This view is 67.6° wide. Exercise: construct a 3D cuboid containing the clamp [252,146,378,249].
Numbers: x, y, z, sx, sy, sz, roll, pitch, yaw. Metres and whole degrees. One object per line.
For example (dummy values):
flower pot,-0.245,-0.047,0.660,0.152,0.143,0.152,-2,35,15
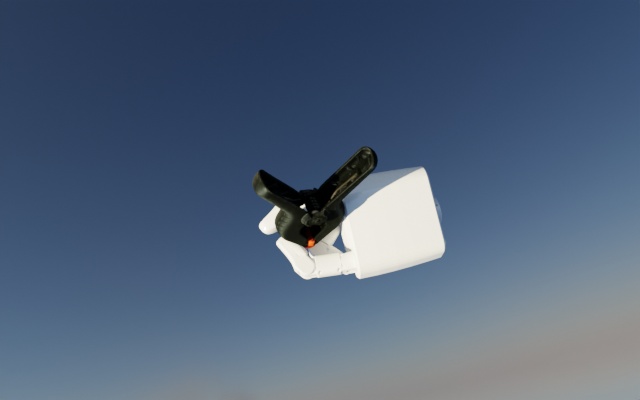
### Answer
clamp,0.000,0.002,0.504,0.120,0.039,0.171,-12,-24,-2
